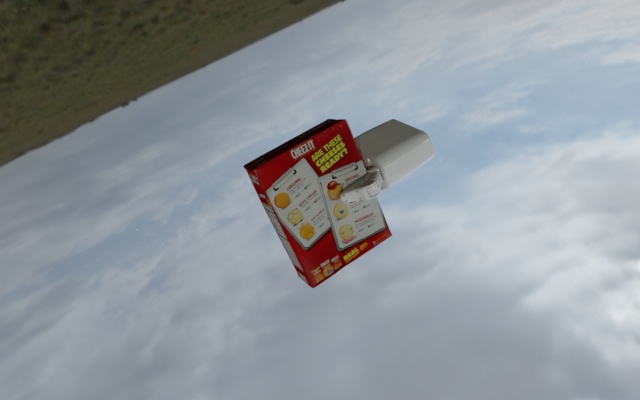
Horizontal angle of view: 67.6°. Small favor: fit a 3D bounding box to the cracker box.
[{"bbox_3d":[0.000,0.003,0.754,0.164,0.214,0.072,-31,21,-18],"label":"cracker box"}]
